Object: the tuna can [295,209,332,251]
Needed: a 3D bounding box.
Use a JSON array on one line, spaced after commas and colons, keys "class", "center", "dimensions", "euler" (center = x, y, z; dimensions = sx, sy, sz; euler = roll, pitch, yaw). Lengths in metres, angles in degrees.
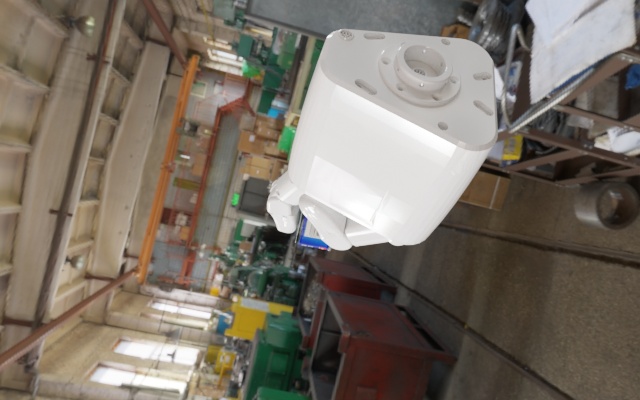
[{"class": "tuna can", "center": [-0.001, 0.001, 0.438], "dimensions": [0.034, 0.086, 0.086], "euler": [10, -1, -3]}]
